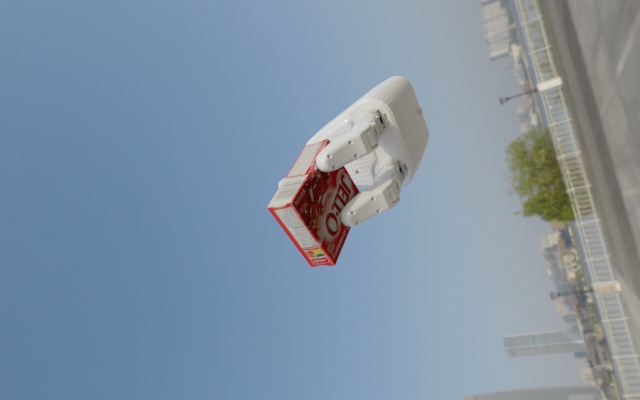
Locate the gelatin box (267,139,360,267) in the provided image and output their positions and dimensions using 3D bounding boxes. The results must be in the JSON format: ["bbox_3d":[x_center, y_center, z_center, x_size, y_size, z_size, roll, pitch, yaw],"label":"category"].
[{"bbox_3d":[0.000,0.002,0.419,0.030,0.073,0.089,-10,36,35],"label":"gelatin box"}]
